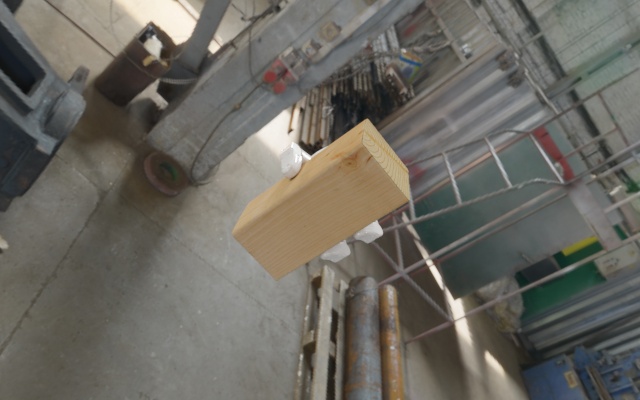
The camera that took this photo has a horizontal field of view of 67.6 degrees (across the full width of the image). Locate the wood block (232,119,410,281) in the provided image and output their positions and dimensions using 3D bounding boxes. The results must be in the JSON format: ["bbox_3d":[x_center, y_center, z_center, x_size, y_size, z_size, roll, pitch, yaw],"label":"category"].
[{"bbox_3d":[0.000,0.001,0.603,0.206,0.091,0.090,-34,18,23],"label":"wood block"}]
